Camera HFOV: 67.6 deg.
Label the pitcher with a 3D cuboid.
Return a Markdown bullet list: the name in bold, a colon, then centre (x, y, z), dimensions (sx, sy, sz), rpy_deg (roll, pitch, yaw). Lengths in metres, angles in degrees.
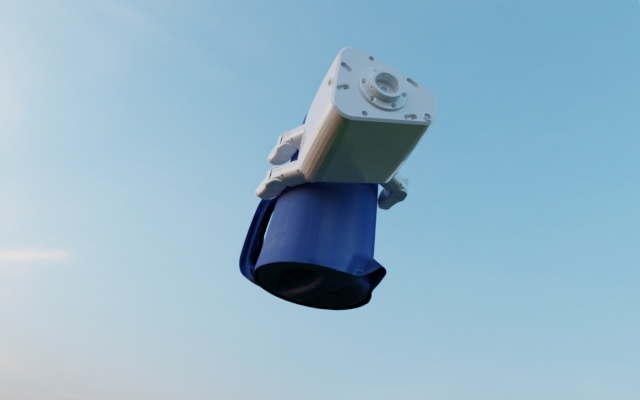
- **pitcher**: centre (0.000, 0.002, 0.588), dimensions (0.149, 0.242, 0.145), rpy_deg (17, -32, -9)
